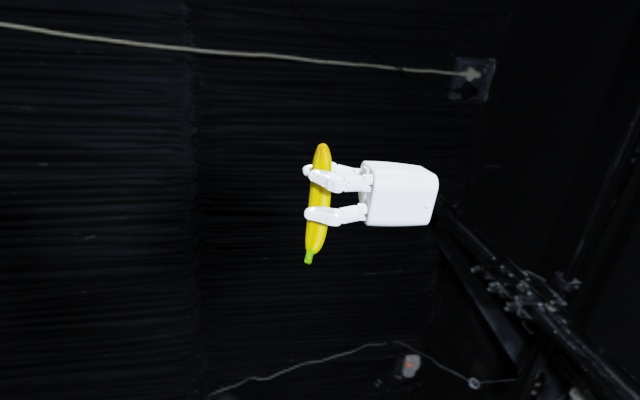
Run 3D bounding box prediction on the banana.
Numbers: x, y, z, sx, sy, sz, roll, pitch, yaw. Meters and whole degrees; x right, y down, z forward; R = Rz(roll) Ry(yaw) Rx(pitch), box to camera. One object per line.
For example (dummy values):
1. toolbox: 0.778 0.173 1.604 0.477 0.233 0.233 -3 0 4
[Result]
1. banana: -0.001 0.004 0.800 0.037 0.198 0.069 5 7 -4
